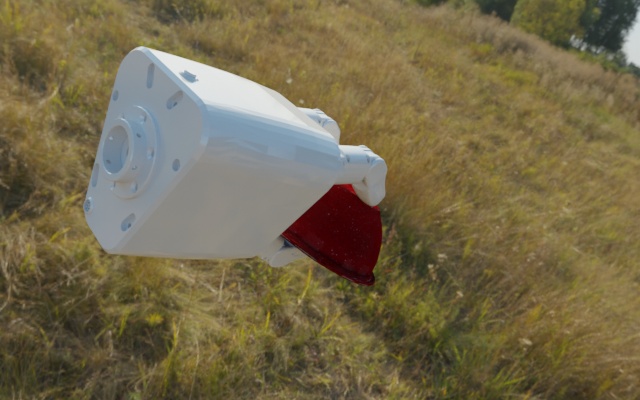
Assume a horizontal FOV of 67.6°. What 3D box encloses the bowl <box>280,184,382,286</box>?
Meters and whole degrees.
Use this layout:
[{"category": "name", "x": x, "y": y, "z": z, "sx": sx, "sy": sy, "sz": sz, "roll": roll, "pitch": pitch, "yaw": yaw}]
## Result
[{"category": "bowl", "x": 0.001, "y": 0.001, "z": 0.421, "sx": 0.162, "sy": 0.055, "sz": 0.162, "roll": 38, "pitch": 7, "yaw": -6}]
